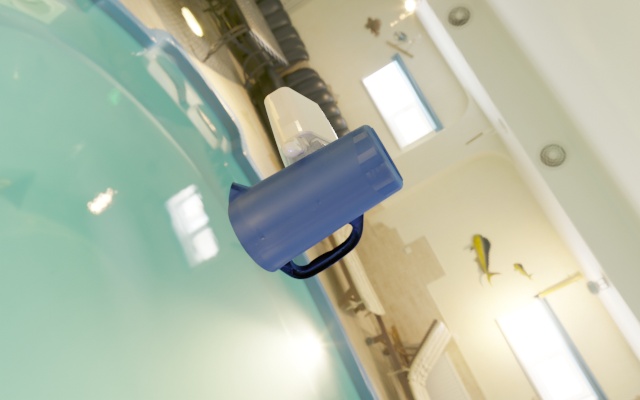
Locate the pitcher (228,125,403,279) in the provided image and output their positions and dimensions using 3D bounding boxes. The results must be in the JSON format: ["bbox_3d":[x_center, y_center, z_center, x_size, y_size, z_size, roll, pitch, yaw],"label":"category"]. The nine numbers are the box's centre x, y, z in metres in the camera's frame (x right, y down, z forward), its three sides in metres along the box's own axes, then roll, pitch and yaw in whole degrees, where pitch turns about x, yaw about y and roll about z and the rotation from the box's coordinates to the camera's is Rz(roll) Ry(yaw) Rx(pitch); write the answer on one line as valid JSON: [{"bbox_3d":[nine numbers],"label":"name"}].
[{"bbox_3d":[0.000,0.002,0.710,0.243,0.145,0.149,-30,-31,11],"label":"pitcher"}]
